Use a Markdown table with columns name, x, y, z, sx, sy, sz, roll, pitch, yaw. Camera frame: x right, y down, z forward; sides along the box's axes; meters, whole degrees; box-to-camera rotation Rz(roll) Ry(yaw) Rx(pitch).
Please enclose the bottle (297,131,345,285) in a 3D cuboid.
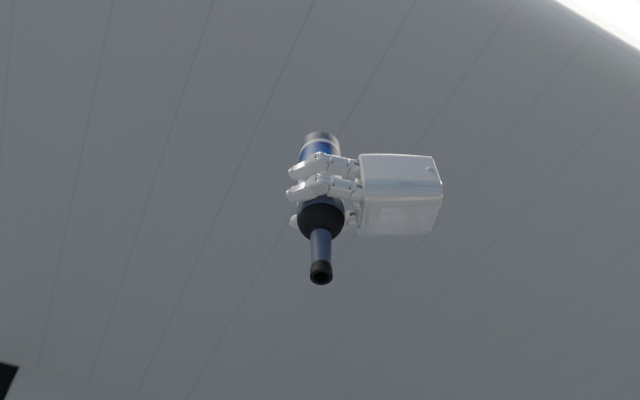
| name | x | y | z | sx | sy | sz | roll | pitch | yaw |
| --- | --- | --- | --- | --- | --- | --- | --- | --- | --- |
| bottle | 0.000 | 0.002 | 0.682 | 0.069 | 0.069 | 0.295 | 0 | 37 | 0 |
